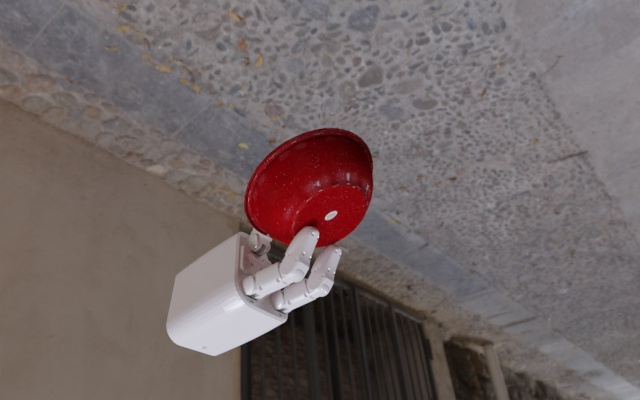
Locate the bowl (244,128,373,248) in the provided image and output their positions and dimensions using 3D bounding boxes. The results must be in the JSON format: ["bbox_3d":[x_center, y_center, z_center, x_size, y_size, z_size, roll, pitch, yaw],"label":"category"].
[{"bbox_3d":[0.001,0.001,0.532,0.162,0.162,0.055,0,39,-33],"label":"bowl"}]
